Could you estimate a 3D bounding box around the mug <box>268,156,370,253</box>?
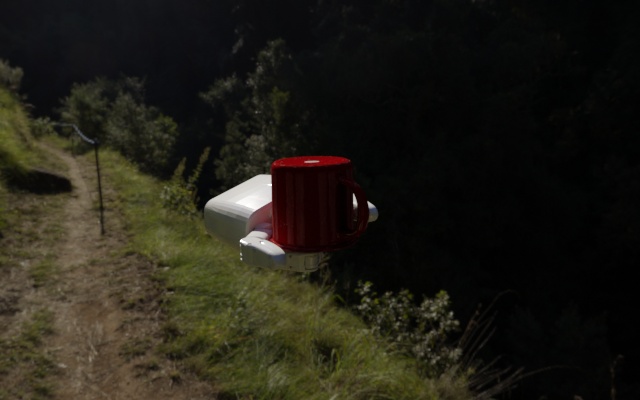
[{"bbox_3d":[0.001,0.002,0.471,0.093,0.081,0.117,-12,16,-40],"label":"mug"}]
